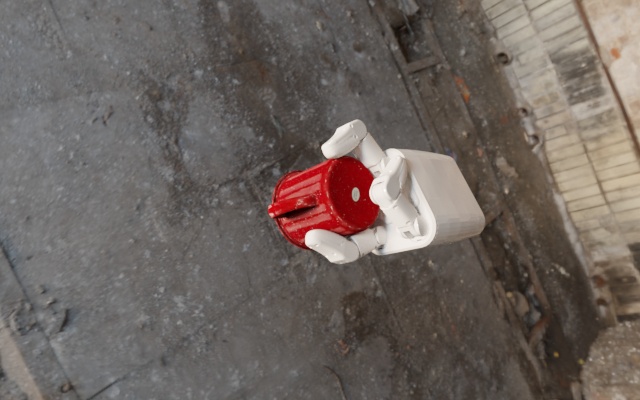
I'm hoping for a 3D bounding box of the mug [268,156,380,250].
[{"bbox_3d":[-0.001,0.002,0.504,0.117,0.093,0.081,-4,-11,-42],"label":"mug"}]
